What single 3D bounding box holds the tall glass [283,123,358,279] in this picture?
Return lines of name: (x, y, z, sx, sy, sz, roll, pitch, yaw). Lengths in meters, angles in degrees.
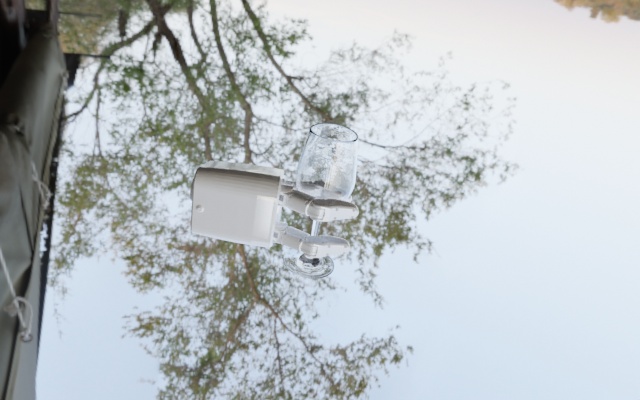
tall glass: (0.000, 0.003, 0.636, 0.079, 0.201, 0.079, 9, 27, -5)
